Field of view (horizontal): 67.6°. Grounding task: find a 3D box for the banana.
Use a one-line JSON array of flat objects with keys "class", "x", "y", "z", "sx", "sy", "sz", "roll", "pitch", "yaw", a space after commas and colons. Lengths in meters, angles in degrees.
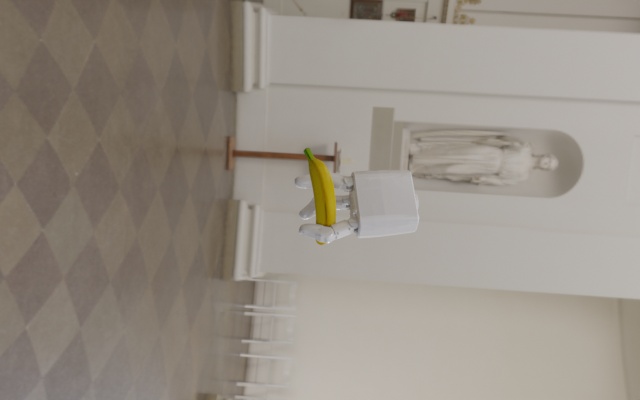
[{"class": "banana", "x": 0.005, "y": 0.009, "z": 0.828, "sx": 0.037, "sy": 0.198, "sz": 0.069, "roll": -12, "pitch": 31, "yaw": -10}]
